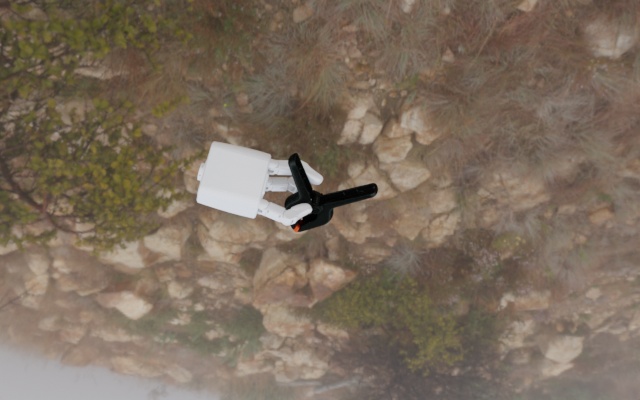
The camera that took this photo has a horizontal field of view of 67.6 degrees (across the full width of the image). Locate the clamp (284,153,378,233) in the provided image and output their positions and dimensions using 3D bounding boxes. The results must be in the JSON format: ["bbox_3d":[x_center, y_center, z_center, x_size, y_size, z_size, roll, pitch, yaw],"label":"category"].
[{"bbox_3d":[0.000,0.004,0.879,0.164,0.036,0.210,17,-36,-8],"label":"clamp"}]
